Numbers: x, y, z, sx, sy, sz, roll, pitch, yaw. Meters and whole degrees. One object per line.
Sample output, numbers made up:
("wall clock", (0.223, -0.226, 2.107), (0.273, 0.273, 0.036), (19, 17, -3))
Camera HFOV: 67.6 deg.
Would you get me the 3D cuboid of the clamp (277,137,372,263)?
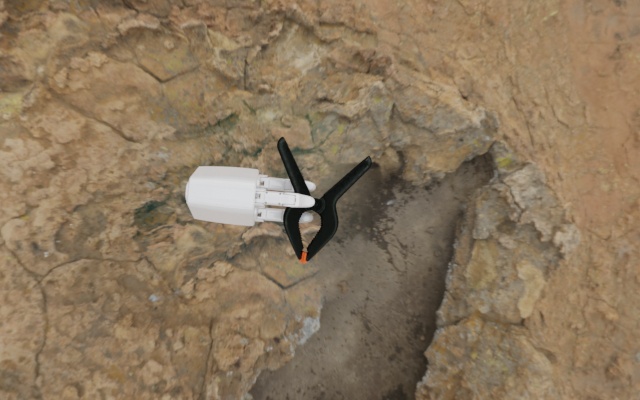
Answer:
("clamp", (0.000, 0.003, 0.814), (0.164, 0.210, 0.036), (5, -2, -5))
